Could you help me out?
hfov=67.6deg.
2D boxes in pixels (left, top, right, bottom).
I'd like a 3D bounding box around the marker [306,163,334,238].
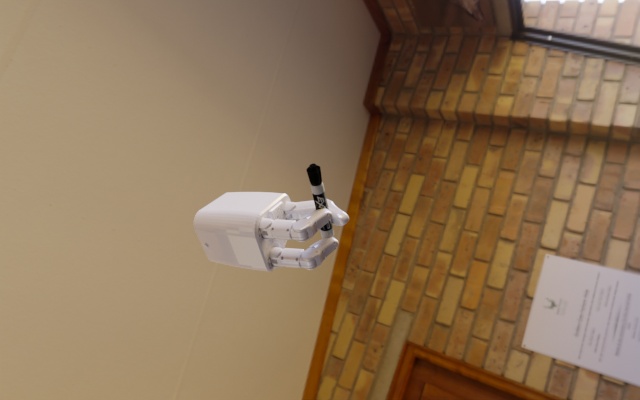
[{"bbox_3d":[0.000,0.002,0.654,0.020,0.121,0.020,-8,36,6],"label":"marker"}]
